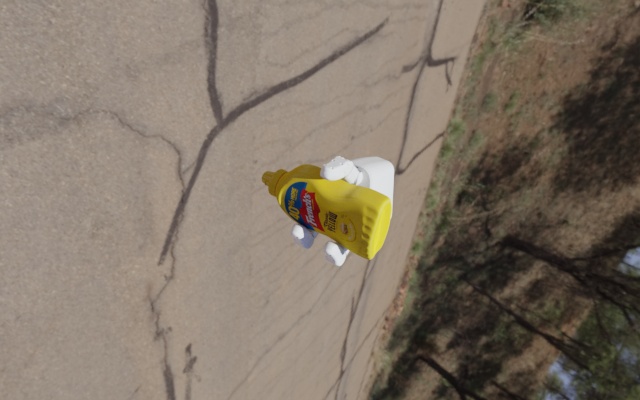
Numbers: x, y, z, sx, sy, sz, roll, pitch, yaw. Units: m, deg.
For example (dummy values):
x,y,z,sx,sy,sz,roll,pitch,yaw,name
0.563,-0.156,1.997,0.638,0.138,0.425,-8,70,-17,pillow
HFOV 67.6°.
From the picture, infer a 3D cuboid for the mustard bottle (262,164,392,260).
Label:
x,y,z,sx,sy,sz,roll,pitch,yaw,name
0.000,0.002,0.655,0.191,0.096,0.058,25,46,23,mustard bottle
